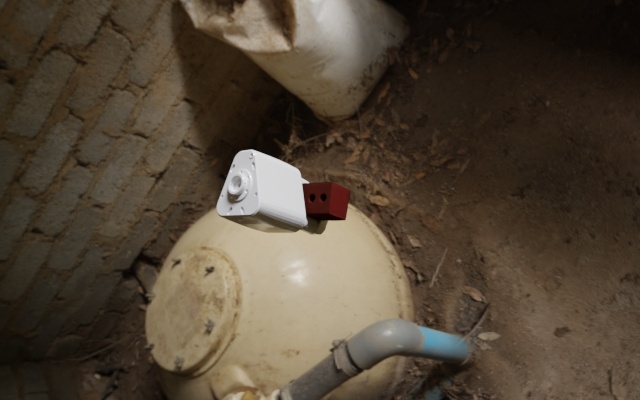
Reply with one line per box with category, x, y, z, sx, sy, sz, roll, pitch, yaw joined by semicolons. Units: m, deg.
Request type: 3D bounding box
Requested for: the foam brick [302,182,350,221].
foam brick;0.000;0.002;0.779;0.078;0.053;0.051;-2;-16;36
